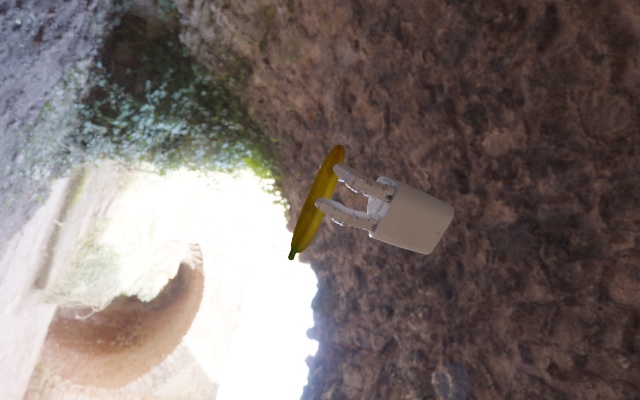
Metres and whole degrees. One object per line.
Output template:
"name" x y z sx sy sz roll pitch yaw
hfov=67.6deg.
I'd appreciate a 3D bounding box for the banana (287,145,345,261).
"banana" -0.004 0.005 0.772 0.037 0.198 0.069 22 -2 -10
